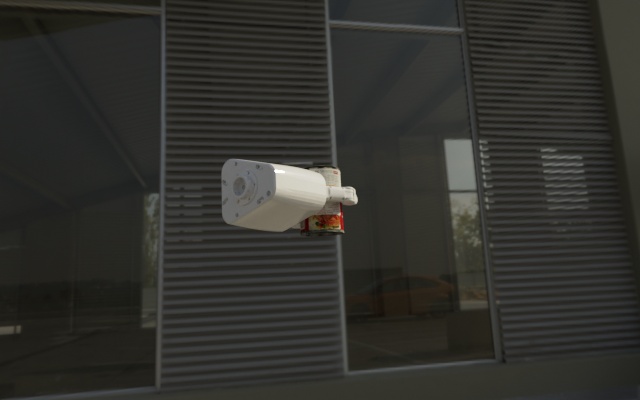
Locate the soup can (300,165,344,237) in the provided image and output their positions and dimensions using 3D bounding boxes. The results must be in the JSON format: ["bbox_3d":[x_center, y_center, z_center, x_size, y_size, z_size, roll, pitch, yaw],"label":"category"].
[{"bbox_3d":[0.000,0.002,0.748,0.068,0.102,0.068,-3,-10,-1],"label":"soup can"}]
